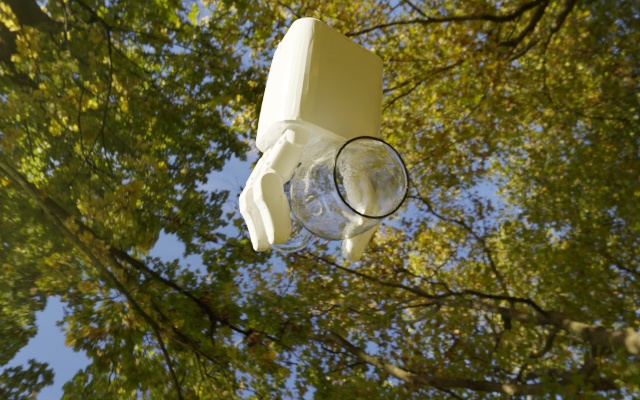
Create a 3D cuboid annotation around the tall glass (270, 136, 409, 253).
[{"bbox_3d":[0.000,0.002,0.433,0.079,0.079,0.201,0,-11,-22],"label":"tall glass"}]
